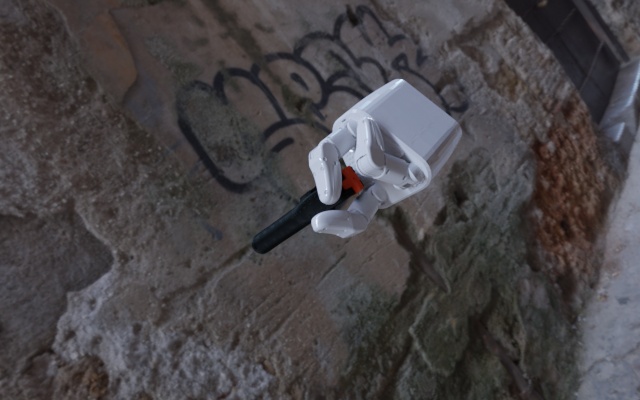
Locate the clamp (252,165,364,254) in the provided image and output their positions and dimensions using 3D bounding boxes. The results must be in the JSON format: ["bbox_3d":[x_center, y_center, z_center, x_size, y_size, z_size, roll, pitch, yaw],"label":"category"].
[{"bbox_3d":[0.000,0.001,0.540,0.171,0.039,0.120,-32,9,47],"label":"clamp"}]
